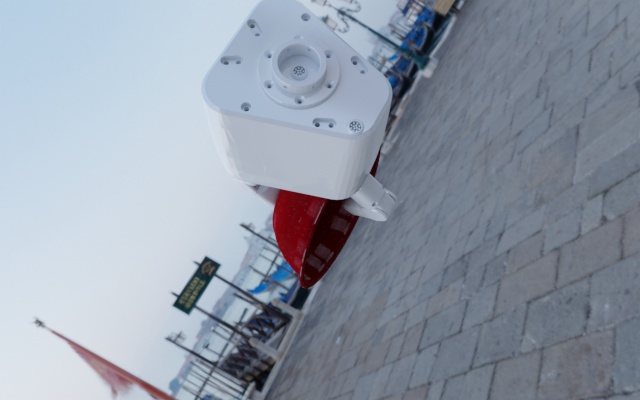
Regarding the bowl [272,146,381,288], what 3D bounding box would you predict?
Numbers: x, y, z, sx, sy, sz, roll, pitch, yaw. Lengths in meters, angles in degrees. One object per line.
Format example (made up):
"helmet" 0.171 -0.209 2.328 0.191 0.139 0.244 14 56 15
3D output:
"bowl" 0.000 0.002 0.469 0.055 0.162 0.162 25 7 16
